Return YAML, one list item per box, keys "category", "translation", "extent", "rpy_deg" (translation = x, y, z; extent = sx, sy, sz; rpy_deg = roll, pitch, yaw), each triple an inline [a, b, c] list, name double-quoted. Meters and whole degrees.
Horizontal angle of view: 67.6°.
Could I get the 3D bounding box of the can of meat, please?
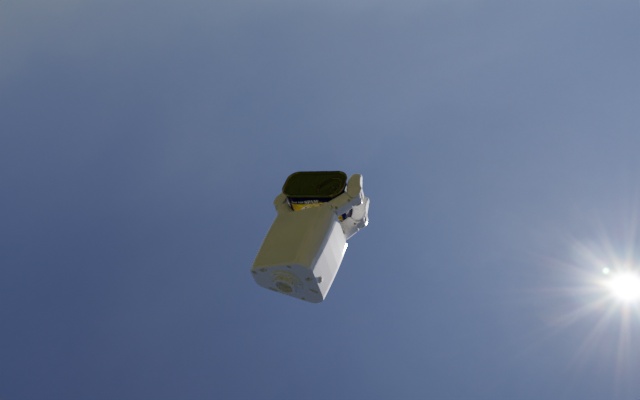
- category: "can of meat"
  translation: [0.000, 0.003, 0.768]
  extent: [0.102, 0.084, 0.057]
  rpy_deg: [0, 43, 21]
